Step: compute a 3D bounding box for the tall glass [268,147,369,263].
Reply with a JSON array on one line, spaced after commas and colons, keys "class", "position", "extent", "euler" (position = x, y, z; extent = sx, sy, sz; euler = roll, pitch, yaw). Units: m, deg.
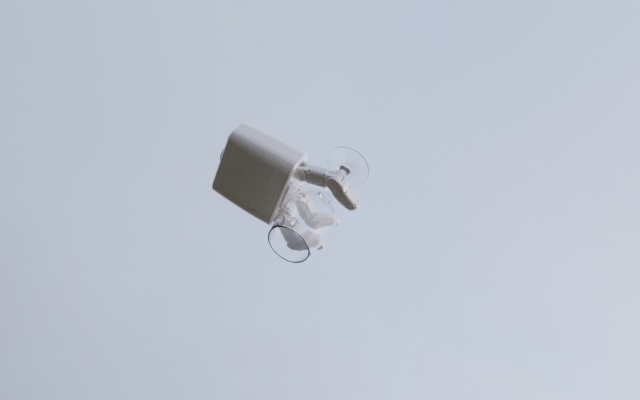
[{"class": "tall glass", "position": [0.001, 0.002, 0.689], "extent": [0.079, 0.079, 0.201], "euler": [0, 34, 30]}]
